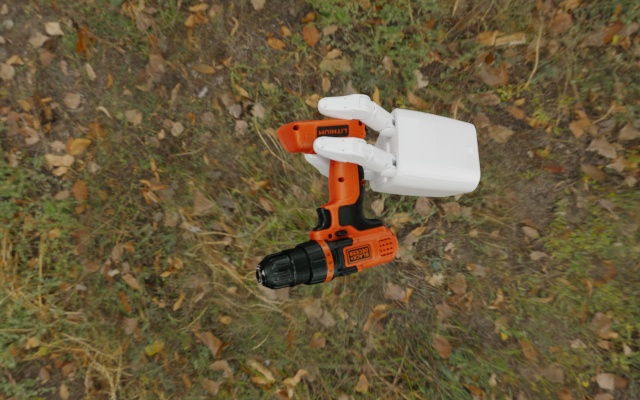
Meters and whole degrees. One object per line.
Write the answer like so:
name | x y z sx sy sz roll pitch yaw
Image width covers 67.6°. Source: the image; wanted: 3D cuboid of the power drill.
power drill | 0.000 0.001 0.564 0.184 0.187 0.057 -10 4 -30
